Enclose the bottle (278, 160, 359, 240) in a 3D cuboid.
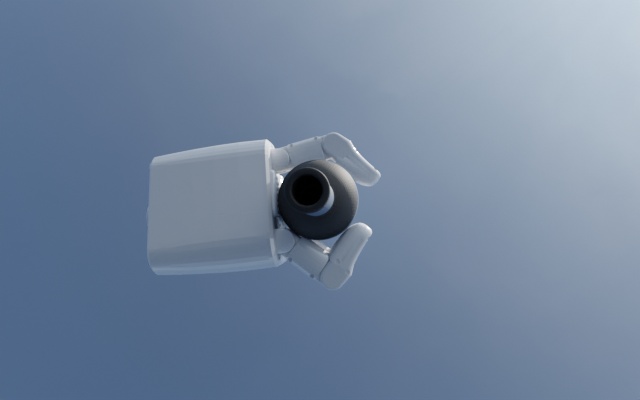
[{"bbox_3d":[0.000,0.001,0.429,0.069,0.069,0.296,0,-3,3],"label":"bottle"}]
